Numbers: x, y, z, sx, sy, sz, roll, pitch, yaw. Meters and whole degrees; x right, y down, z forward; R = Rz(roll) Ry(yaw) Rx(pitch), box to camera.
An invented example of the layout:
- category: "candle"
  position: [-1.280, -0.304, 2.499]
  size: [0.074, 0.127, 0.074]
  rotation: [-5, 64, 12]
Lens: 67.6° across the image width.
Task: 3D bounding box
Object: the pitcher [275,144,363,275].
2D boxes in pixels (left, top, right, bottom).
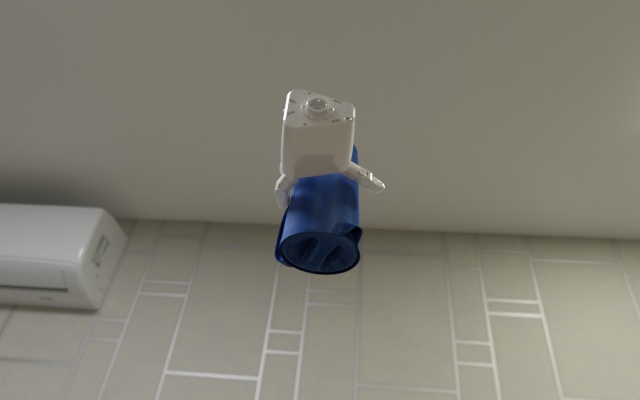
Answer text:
- category: "pitcher"
  position: [0.000, 0.003, 0.850]
  size: [0.149, 0.242, 0.145]
  rotation: [5, -38, 2]
